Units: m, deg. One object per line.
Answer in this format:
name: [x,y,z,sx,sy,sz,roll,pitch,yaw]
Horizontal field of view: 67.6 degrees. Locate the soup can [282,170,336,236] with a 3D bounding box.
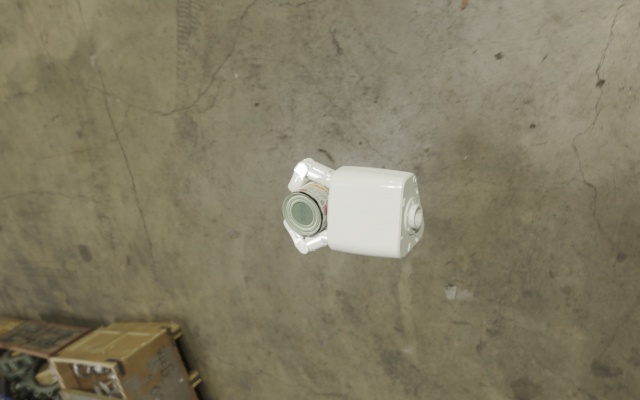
soup can: [0.000,0.002,0.697,0.068,0.068,0.102,0,20,34]
